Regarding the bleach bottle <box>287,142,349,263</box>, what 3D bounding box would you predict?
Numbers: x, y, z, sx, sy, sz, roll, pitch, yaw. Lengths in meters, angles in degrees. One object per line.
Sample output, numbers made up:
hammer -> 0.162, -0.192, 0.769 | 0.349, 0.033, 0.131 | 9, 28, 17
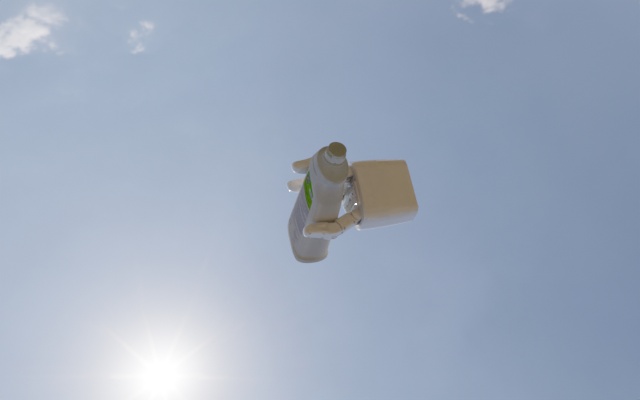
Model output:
bleach bottle -> 0.000, 0.003, 0.794 | 0.068, 0.102, 0.251 | -6, -33, -19
